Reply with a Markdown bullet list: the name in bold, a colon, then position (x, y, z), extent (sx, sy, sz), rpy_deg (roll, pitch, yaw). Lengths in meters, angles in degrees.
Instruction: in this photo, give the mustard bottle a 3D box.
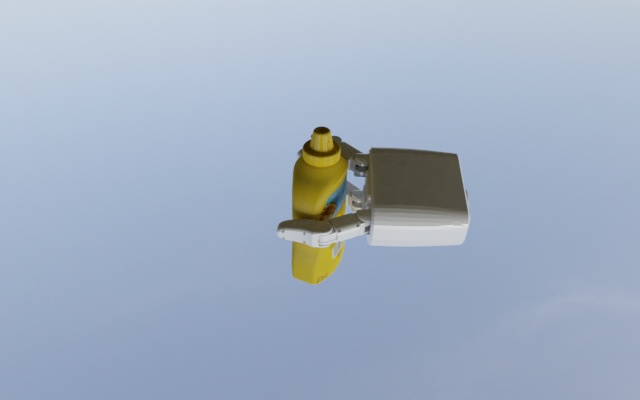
- **mustard bottle**: position (0.000, 0.002, 0.555), extent (0.058, 0.192, 0.096), rpy_deg (18, 41, 18)
